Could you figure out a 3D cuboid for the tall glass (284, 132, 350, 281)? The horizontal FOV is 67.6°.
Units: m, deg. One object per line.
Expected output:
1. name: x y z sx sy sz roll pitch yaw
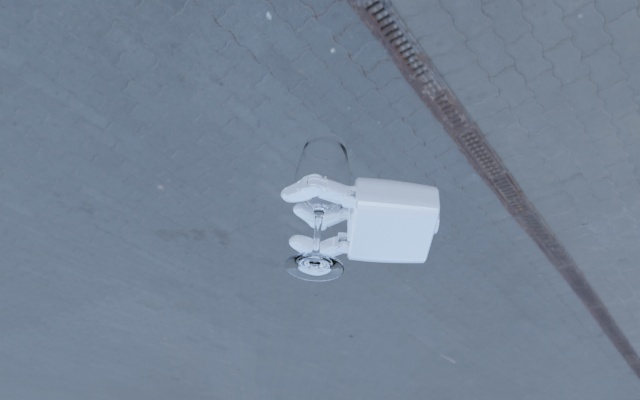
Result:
1. tall glass: 0.000 0.003 0.645 0.079 0.201 0.079 3 -35 2
